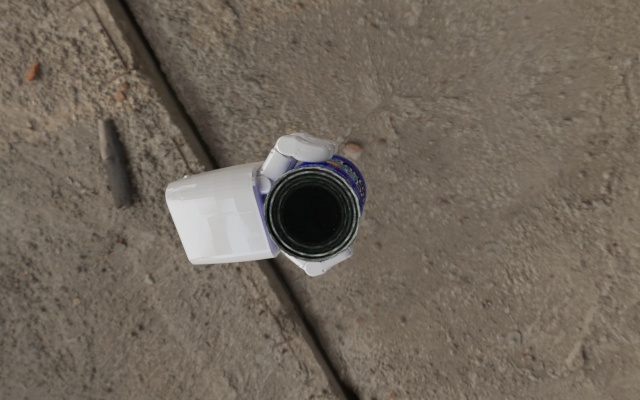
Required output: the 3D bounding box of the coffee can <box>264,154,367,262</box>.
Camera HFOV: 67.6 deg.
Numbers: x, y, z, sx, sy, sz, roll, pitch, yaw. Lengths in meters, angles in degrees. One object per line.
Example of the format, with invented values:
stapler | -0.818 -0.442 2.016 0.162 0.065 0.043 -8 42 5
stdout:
coffee can | 0.000 0.002 0.560 0.103 0.103 0.140 0 11 8
